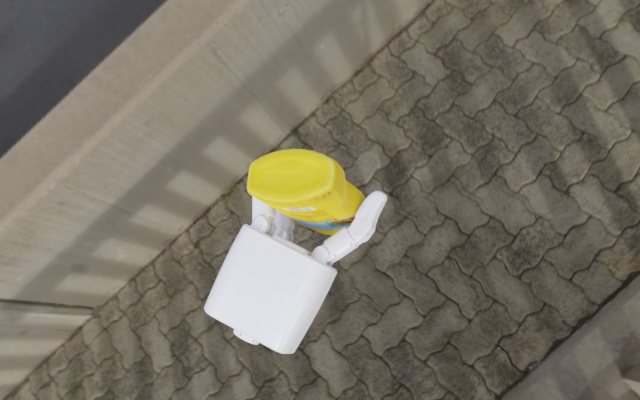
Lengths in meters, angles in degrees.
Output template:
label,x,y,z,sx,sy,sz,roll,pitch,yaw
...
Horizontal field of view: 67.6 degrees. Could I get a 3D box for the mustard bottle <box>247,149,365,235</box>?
label,x,y,z,sx,sy,sz,roll,pitch,yaw
mustard bottle,0.000,0.001,0.549,0.096,0.058,0.192,-3,-17,20
